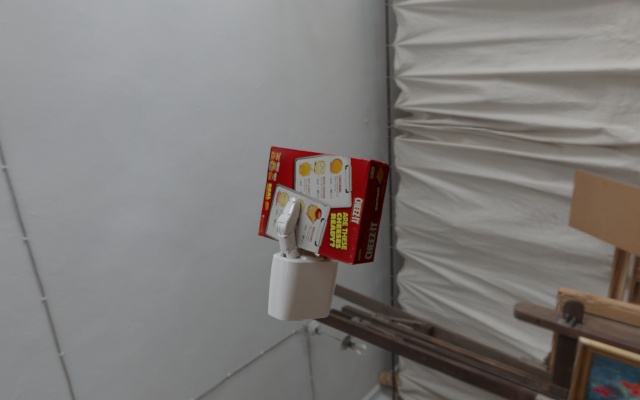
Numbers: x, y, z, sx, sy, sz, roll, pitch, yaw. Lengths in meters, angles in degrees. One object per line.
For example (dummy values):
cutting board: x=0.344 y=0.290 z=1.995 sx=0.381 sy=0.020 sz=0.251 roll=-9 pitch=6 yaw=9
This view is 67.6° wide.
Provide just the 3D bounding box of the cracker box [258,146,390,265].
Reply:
cracker box: x=0.000 y=0.003 z=0.806 sx=0.213 sy=0.164 sz=0.072 roll=12 pitch=6 yaw=38
